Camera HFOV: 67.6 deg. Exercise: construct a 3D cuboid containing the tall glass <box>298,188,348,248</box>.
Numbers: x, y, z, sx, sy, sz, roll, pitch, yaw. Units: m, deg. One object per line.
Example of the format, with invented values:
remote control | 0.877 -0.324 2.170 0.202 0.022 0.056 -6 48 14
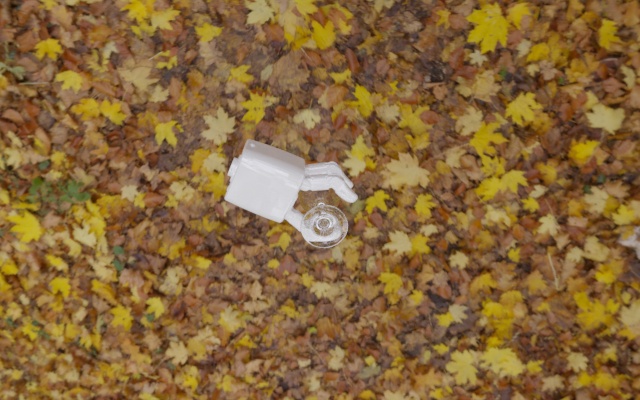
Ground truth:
tall glass | 0.000 0.003 0.831 0.079 0.079 0.201 0 23 -3
